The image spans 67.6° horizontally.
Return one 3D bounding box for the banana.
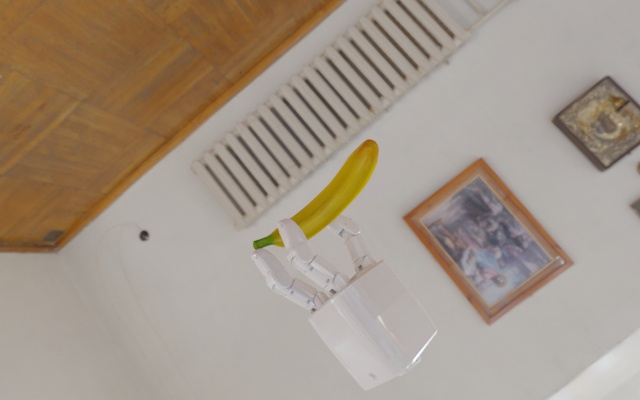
[{"bbox_3d":[0.006,0.002,0.557,0.198,0.037,0.069,-43,-15,24],"label":"banana"}]
